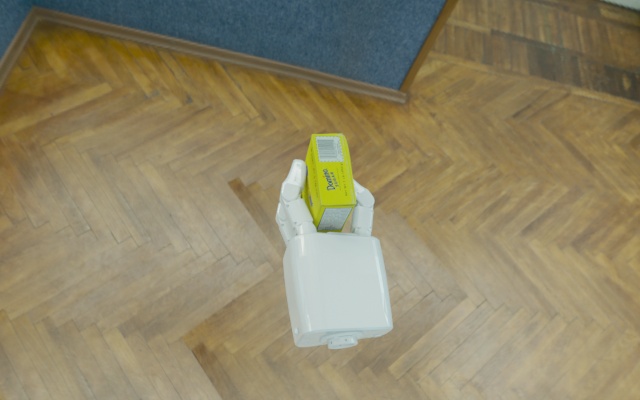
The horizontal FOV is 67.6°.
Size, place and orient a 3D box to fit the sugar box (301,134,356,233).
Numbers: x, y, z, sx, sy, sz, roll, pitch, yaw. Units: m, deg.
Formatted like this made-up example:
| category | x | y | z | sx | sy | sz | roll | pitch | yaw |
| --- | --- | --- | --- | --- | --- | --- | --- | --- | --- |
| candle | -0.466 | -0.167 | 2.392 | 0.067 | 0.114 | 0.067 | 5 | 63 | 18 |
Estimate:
| category | x | y | z | sx | sy | sz | roll | pitch | yaw |
| --- | --- | --- | --- | --- | --- | --- | --- | --- | --- |
| sugar box | 0.000 | 0.002 | 0.598 | 0.048 | 0.093 | 0.176 | -1 | -26 | -13 |
